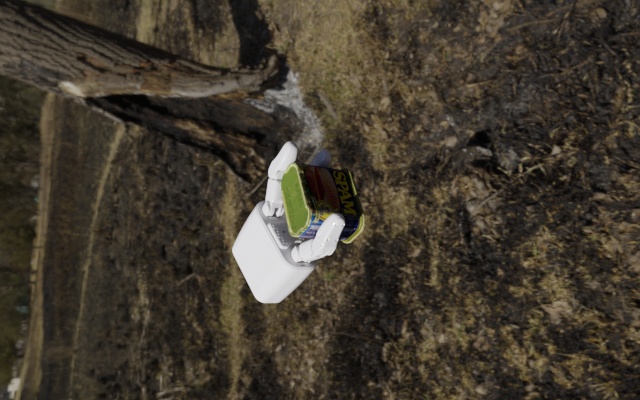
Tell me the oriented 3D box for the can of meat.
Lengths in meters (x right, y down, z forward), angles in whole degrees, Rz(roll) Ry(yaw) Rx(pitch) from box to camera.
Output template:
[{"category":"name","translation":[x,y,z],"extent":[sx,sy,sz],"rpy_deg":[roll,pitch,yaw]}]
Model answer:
[{"category":"can of meat","translation":[0.000,0.002,0.621],"extent":[0.084,0.102,0.057],"rpy_deg":[7,-37,-32]}]
